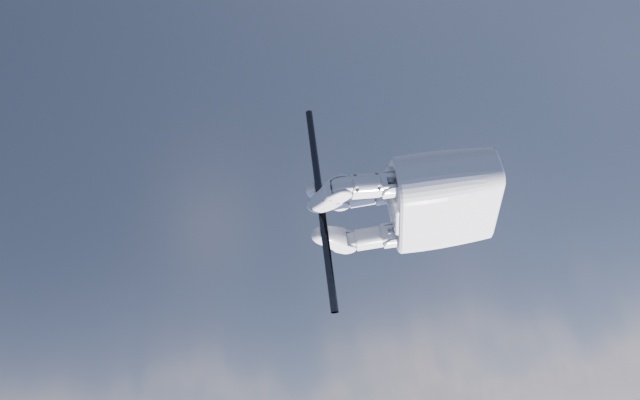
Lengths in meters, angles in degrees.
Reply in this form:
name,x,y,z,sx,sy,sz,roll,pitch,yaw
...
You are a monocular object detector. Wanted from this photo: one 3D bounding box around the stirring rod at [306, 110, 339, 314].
name,x,y,z,sx,sy,sz,roll,pitch,yaw
stirring rod,0.000,0.002,0.515,0.011,0.239,0.011,-6,-27,-3
